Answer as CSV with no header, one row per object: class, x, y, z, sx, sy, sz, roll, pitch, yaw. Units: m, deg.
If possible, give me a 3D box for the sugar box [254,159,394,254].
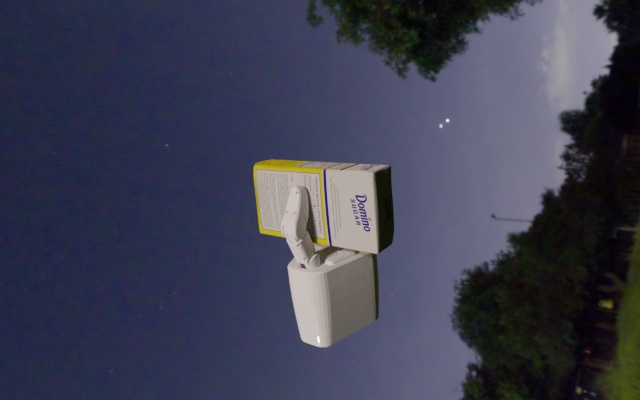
sugar box,0.000,0.002,0.564,0.176,0.093,0.048,6,19,34
